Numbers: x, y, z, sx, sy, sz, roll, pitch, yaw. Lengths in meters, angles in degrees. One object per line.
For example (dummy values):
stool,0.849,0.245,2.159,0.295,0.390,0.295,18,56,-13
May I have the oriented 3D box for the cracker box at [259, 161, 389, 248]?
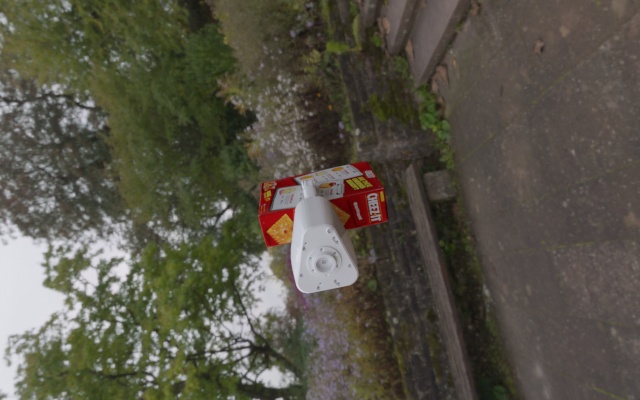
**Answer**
cracker box,0.000,0.003,0.868,0.214,0.072,0.164,-12,22,-1
